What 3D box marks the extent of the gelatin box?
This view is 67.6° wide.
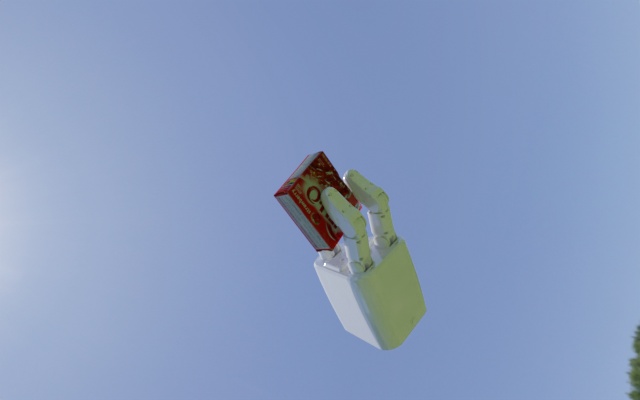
[{"bbox_3d":[0.000,0.002,0.536,0.030,0.089,0.073,-11,33,48],"label":"gelatin box"}]
